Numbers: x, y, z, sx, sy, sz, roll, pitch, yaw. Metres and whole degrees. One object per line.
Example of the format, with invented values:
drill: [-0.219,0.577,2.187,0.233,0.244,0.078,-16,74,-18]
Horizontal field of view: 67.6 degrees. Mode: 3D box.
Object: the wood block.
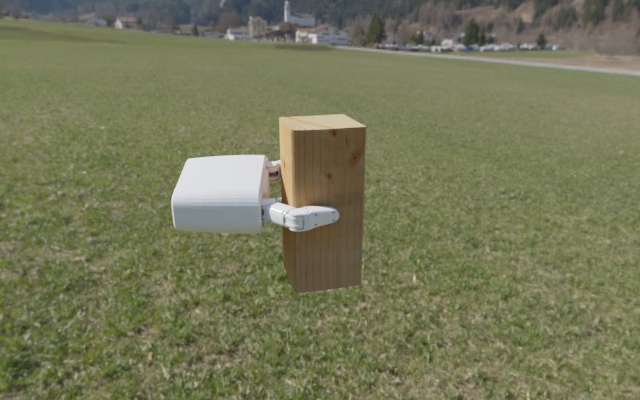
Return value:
wood block: [0.000,0.002,0.610,0.090,0.206,0.090,-5,20,-13]
